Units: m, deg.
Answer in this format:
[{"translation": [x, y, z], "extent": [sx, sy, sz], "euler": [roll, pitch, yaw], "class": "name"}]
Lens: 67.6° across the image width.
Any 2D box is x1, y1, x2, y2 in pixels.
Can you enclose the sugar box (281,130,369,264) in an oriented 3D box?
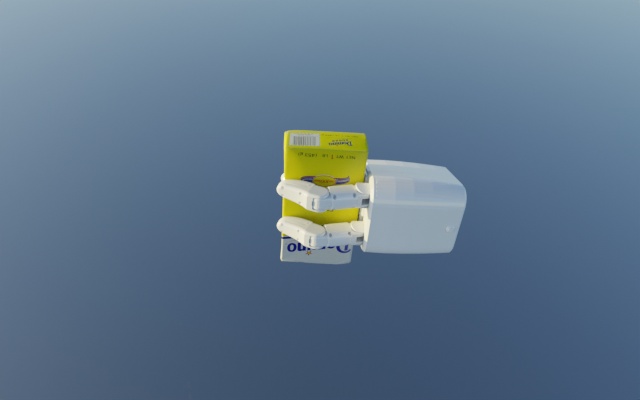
[{"translation": [0.000, 0.002, 0.577], "extent": [0.093, 0.176, 0.048], "euler": [3, 36, -2], "class": "sugar box"}]
